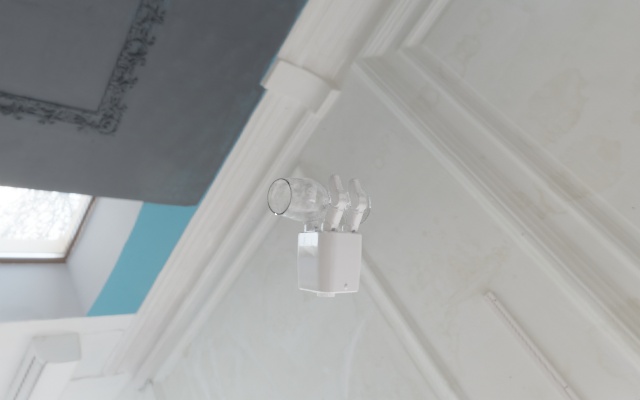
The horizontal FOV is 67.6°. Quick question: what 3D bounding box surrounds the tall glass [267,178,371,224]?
[{"bbox_3d":[0.001,0.003,0.867,0.079,0.079,0.201,0,-6,44],"label":"tall glass"}]
